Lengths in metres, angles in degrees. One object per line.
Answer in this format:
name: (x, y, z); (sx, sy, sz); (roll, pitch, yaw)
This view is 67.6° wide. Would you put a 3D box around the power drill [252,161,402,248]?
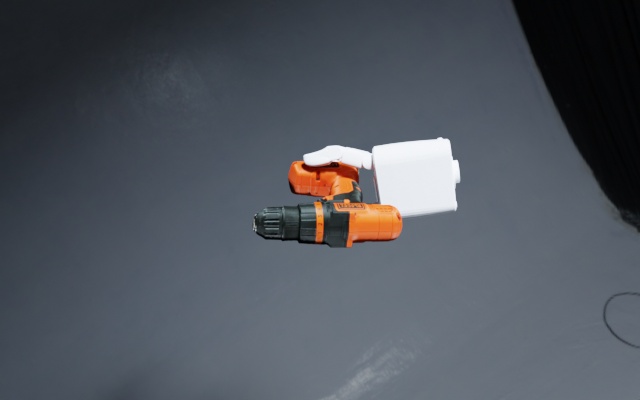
power drill: (0.000, 0.002, 0.650); (0.184, 0.057, 0.187); (2, 25, -9)
